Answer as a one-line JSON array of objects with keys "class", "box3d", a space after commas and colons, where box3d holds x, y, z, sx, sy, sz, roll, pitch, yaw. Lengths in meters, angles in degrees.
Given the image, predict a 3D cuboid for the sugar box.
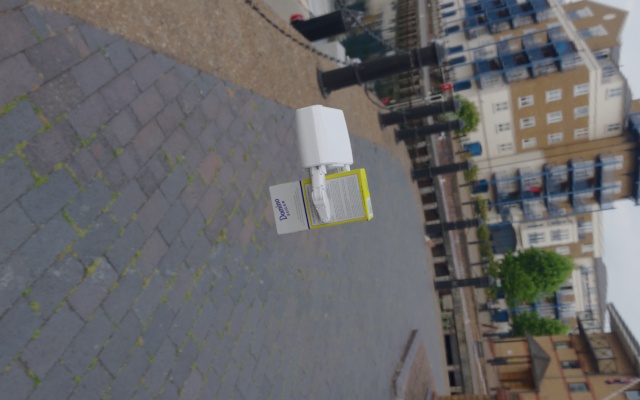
[{"class": "sugar box", "box3d": [0.000, 0.003, 0.872, 0.176, 0.093, 0.048, -9, 1, 18]}]
